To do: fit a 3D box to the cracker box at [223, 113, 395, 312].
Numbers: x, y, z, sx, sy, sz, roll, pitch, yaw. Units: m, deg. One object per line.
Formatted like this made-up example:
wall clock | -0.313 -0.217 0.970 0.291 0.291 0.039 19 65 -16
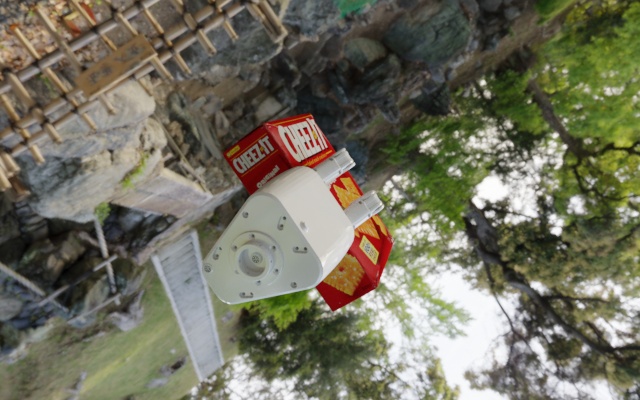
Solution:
cracker box | 0.000 0.002 0.583 0.072 0.214 0.164 -33 3 21
